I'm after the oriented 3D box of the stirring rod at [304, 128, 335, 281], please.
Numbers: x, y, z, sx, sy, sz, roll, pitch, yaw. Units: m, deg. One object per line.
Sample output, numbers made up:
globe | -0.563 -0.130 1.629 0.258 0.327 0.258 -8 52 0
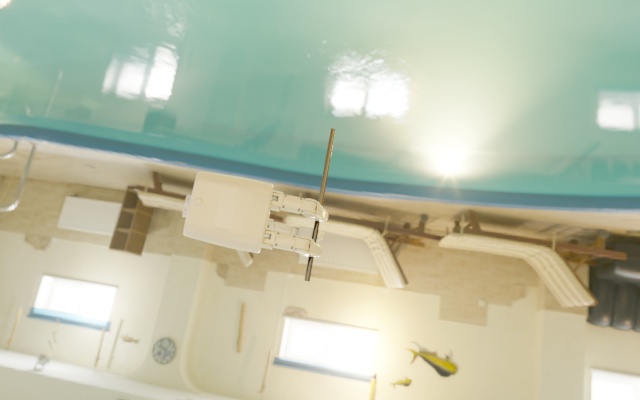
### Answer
stirring rod | 0.000 0.002 0.725 0.011 0.239 0.011 9 -14 2
